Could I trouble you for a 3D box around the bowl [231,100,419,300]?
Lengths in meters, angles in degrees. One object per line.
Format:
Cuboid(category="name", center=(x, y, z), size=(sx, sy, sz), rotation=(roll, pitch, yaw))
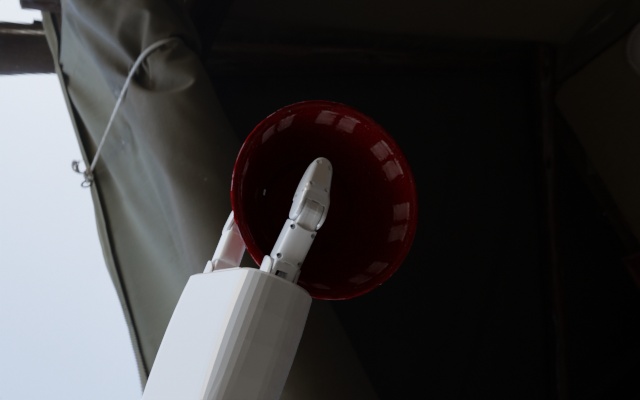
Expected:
Cuboid(category="bowl", center=(0.001, 0.000, 0.404), size=(0.162, 0.162, 0.055), rotation=(0, -10, -22))
